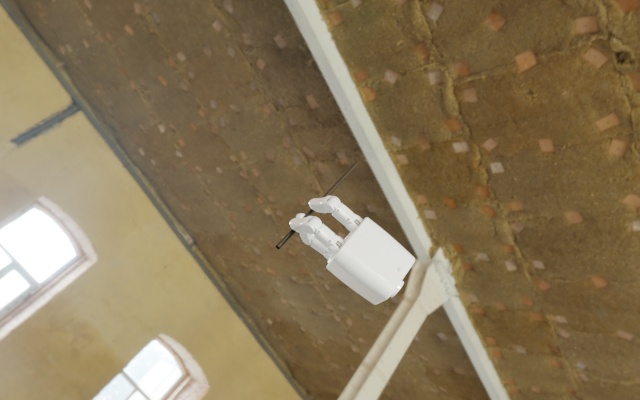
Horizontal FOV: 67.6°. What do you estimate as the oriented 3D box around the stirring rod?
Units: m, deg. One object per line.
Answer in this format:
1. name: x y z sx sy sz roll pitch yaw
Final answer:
1. stirring rod: 0.000 0.003 0.827 0.011 0.011 0.239 0 37 45
